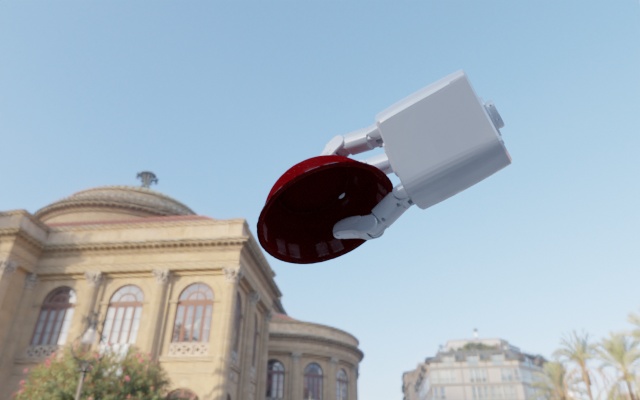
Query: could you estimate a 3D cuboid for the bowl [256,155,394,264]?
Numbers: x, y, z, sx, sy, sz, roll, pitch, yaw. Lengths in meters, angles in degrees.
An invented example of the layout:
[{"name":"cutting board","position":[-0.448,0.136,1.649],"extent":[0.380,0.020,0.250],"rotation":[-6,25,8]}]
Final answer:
[{"name":"bowl","position":[-0.001,0.002,0.549],"extent":[0.162,0.162,0.055],"rotation":[0,43,-26]}]
